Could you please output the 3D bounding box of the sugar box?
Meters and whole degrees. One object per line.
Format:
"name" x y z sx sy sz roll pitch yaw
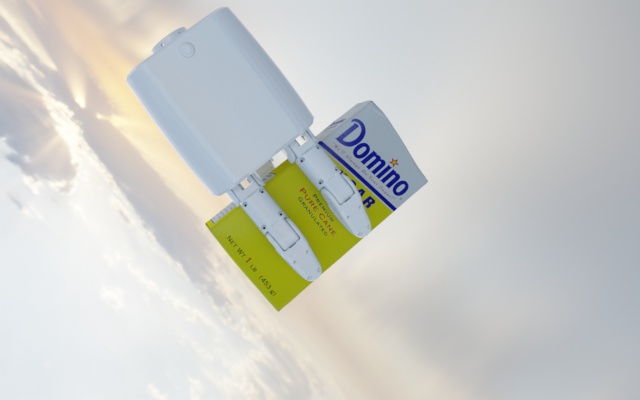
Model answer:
"sugar box" 0.000 0.001 0.413 0.176 0.093 0.048 -40 16 -9
